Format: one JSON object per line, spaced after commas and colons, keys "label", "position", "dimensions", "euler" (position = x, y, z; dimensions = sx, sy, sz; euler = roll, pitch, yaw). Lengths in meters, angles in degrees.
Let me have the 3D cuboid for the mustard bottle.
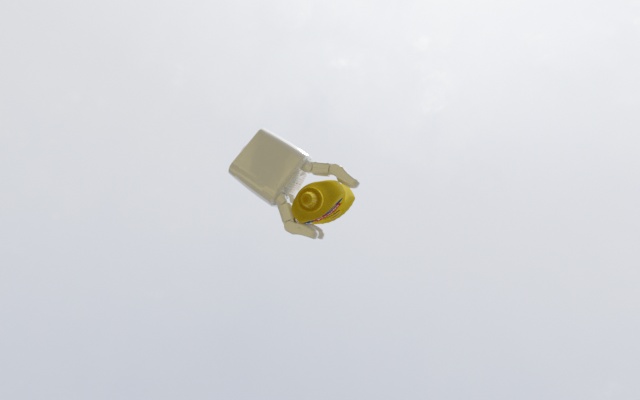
{"label": "mustard bottle", "position": [0.000, 0.003, 0.828], "dimensions": [0.096, 0.058, 0.191], "euler": [-32, -10, 10]}
